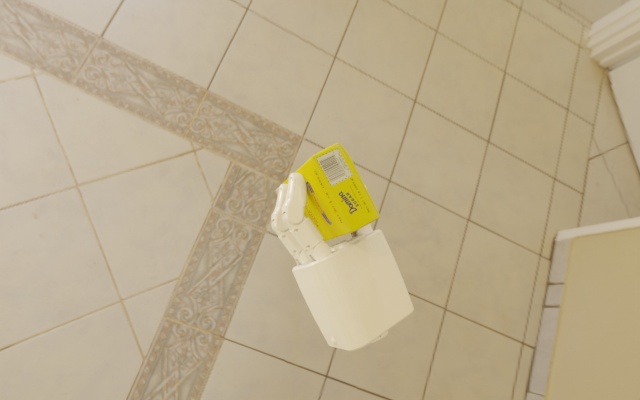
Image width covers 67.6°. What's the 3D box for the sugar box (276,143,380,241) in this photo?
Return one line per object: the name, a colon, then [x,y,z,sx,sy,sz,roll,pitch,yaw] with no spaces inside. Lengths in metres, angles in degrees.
sugar box: [0.000,0.002,0.581,0.048,0.093,0.176,-26,-2,-23]
